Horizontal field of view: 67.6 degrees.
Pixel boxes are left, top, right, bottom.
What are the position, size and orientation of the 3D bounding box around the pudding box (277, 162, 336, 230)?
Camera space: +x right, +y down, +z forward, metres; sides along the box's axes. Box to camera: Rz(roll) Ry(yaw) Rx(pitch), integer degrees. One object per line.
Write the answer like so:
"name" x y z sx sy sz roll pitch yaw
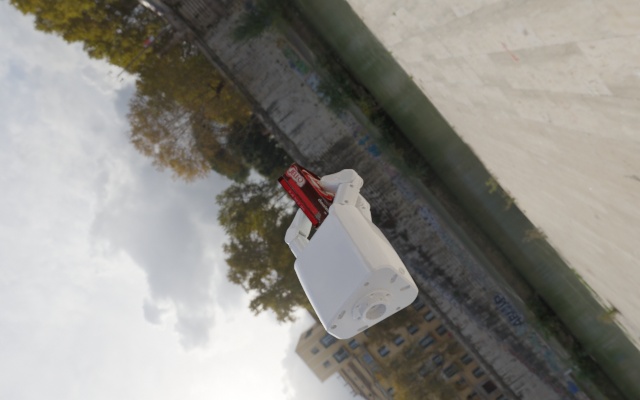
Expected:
"pudding box" 0.000 0.002 0.649 0.039 0.090 0.113 -41 -21 8
